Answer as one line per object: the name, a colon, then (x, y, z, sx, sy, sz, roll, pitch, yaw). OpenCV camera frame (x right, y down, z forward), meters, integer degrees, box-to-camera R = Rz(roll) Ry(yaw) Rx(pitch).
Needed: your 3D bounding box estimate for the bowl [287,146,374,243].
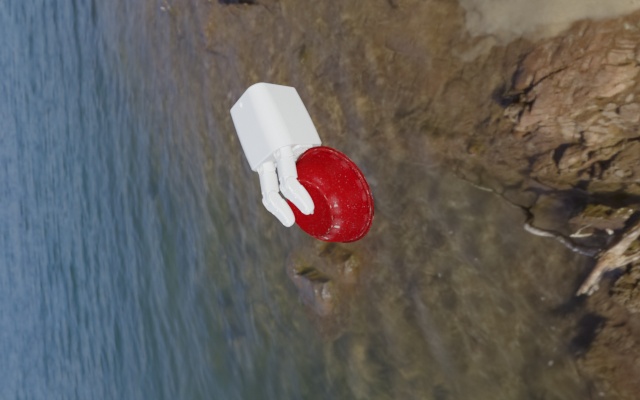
bowl: (0.001, 0.004, 0.721, 0.162, 0.162, 0.055, 0, 22, 45)
